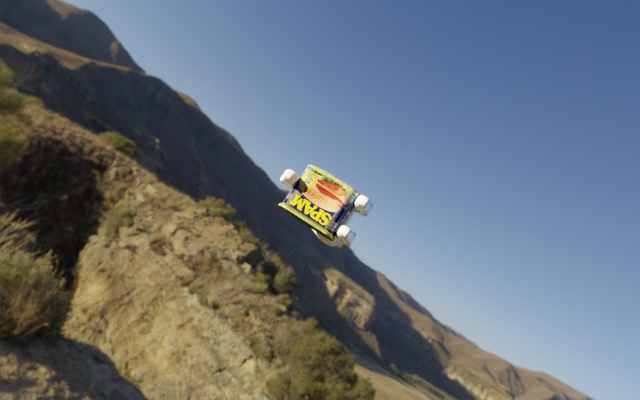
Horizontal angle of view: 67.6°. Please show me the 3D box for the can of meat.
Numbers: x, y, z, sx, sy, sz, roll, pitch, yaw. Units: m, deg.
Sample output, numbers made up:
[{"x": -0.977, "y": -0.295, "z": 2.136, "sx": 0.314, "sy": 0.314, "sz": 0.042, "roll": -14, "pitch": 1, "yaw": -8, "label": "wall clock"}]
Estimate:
[{"x": 0.000, "y": 0.002, "z": 0.760, "sx": 0.102, "sy": 0.084, "sz": 0.057, "roll": 32, "pitch": -8, "yaw": 14, "label": "can of meat"}]
